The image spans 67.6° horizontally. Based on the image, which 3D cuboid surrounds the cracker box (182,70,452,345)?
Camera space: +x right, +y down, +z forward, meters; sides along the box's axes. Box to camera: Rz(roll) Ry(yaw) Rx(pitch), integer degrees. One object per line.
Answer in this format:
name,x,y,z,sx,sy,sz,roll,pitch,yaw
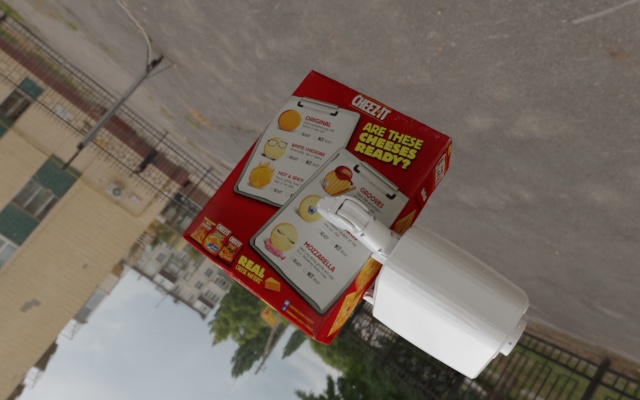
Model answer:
cracker box,0.000,0.002,0.464,0.164,0.213,0.072,32,-11,22
